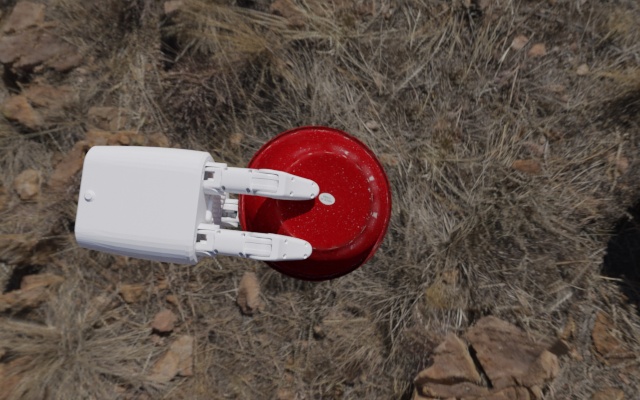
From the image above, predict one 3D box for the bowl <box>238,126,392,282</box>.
[{"bbox_3d":[0.001,0.001,0.469,0.162,0.162,0.055,0,-3,-9],"label":"bowl"}]
